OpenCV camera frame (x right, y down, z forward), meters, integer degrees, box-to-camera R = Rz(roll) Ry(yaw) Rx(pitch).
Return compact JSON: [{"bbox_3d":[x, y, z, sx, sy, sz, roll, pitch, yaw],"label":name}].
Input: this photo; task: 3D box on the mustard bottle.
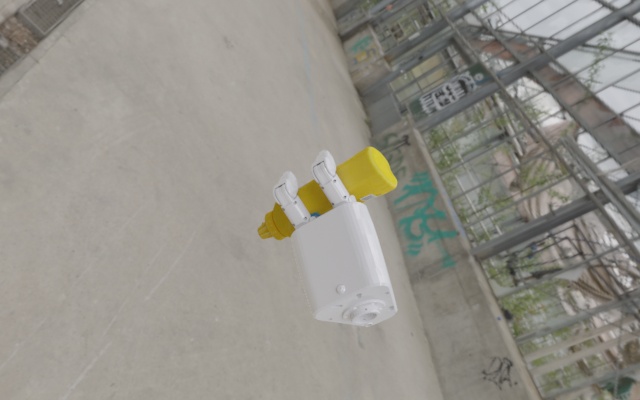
[{"bbox_3d":[0.000,0.002,0.617,0.191,0.058,0.096,-29,-13,17],"label":"mustard bottle"}]
